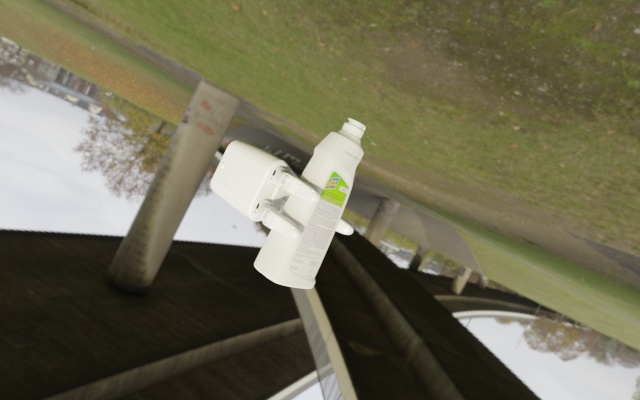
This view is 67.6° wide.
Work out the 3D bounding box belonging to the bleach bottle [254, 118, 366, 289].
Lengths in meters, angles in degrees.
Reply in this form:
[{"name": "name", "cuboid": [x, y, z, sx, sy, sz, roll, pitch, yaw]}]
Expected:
[{"name": "bleach bottle", "cuboid": [0.000, 0.002, 0.695, 0.068, 0.251, 0.102, 30, 4, 36]}]
